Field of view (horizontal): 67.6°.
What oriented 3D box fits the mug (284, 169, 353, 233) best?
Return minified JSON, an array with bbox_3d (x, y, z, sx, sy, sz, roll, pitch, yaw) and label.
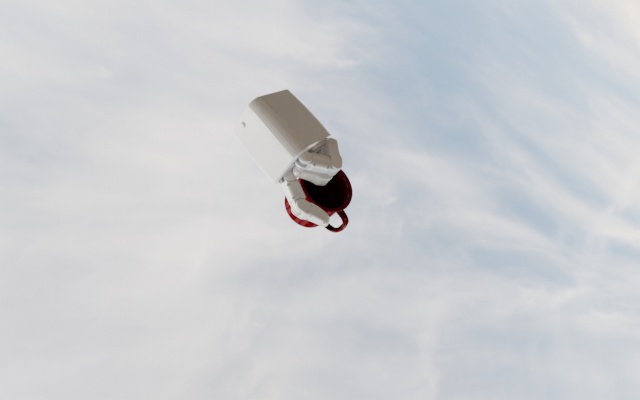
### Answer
[{"bbox_3d":[0.001,0.004,0.779,0.093,0.117,0.081,-38,-4,-40],"label":"mug"}]
